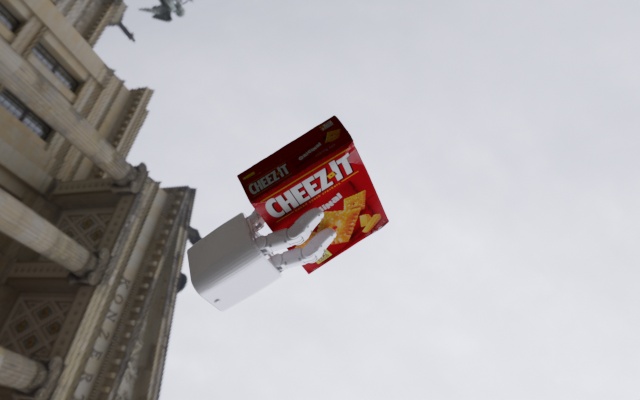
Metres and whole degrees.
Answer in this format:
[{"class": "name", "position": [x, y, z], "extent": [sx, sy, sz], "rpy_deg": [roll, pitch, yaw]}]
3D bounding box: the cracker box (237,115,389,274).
[{"class": "cracker box", "position": [0.000, 0.002, 0.723], "extent": [0.164, 0.072, 0.214], "rpy_deg": [-32, -40, -1]}]
